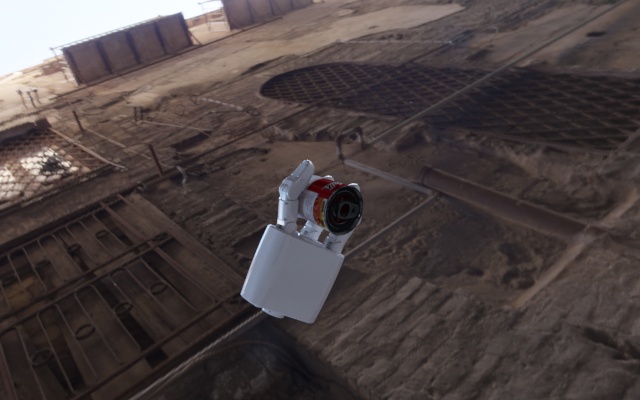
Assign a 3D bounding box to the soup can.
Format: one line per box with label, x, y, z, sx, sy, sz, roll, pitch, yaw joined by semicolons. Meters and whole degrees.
soup can;0.000;0.002;0.663;0.068;0.068;0.102;0;13;-41
